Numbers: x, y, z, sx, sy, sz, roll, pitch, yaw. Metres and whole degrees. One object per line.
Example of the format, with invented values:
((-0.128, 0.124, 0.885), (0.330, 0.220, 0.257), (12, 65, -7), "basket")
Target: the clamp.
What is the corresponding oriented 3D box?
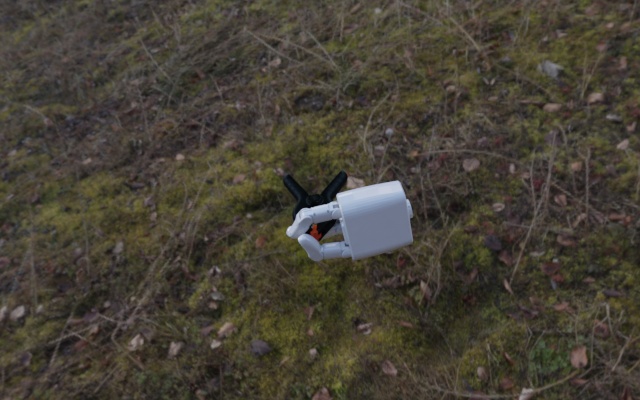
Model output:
((0.000, 0.002, 0.850), (0.120, 0.171, 0.039), (-14, -45, 1), "clamp")
